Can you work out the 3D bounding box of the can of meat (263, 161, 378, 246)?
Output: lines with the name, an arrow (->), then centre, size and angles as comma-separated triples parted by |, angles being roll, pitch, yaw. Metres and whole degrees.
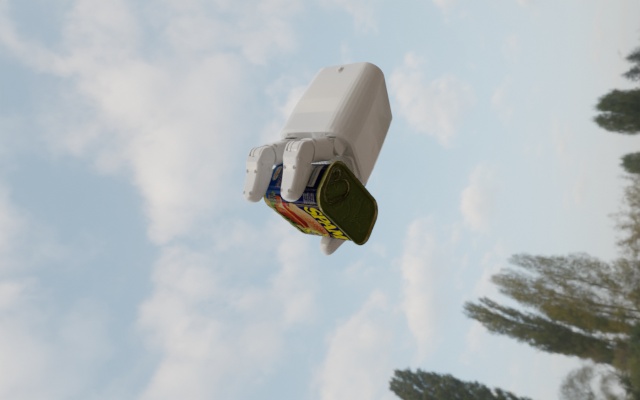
can of meat -> 0.000, 0.002, 0.517 | 0.084, 0.057, 0.102 | 5, -28, 40
